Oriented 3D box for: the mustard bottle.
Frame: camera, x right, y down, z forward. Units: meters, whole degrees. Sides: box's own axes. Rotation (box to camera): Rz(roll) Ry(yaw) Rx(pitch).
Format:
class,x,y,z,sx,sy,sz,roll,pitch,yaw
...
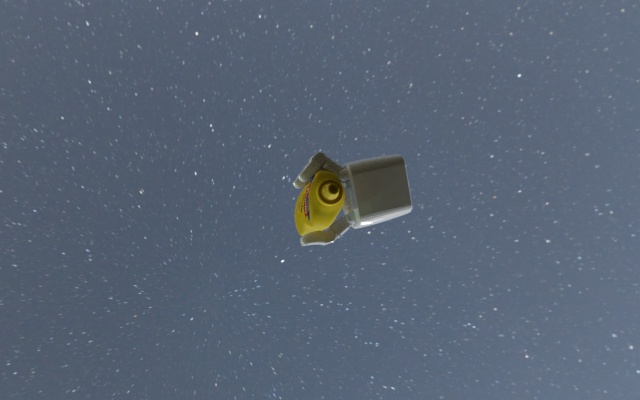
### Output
class,x,y,z,sx,sy,sz,roll,pitch,yaw
mustard bottle,0.000,0.003,0.802,0.058,0.096,0.192,11,-14,-10
